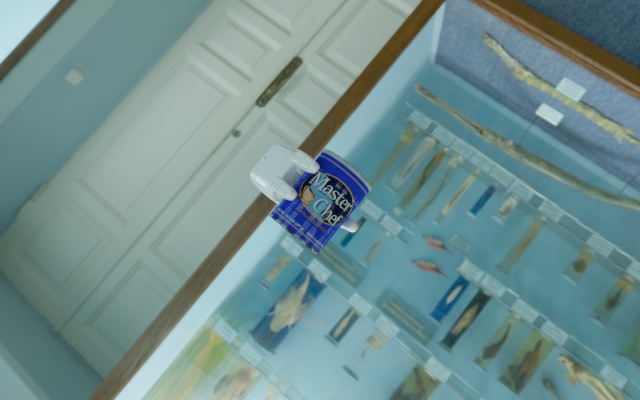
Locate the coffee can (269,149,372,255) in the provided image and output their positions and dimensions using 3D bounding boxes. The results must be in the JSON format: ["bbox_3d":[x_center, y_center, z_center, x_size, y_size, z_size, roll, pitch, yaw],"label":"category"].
[{"bbox_3d":[0.000,0.003,0.774,0.103,0.140,0.103,39,-5,4],"label":"coffee can"}]
